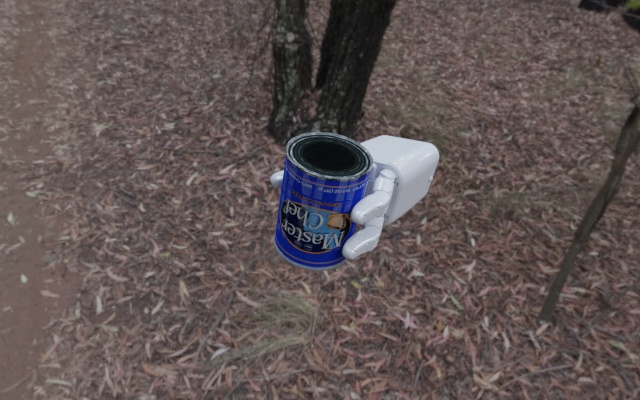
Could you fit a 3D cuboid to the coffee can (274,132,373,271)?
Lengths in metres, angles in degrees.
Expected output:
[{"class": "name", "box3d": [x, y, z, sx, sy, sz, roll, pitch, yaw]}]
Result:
[{"class": "coffee can", "box3d": [0.000, 0.002, 0.589, 0.103, 0.140, 0.102, 7, 36, -5]}]
